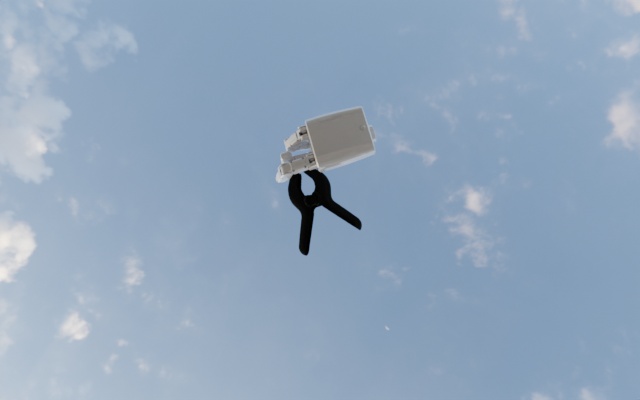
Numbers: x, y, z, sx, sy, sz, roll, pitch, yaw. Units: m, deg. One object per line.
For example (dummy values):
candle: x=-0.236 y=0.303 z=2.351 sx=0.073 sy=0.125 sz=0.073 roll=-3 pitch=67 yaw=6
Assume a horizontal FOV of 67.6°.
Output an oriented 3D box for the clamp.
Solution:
clamp: x=0.000 y=0.003 z=0.861 sx=0.120 sy=0.171 sz=0.039 roll=-16 pitch=-10 yaw=4
